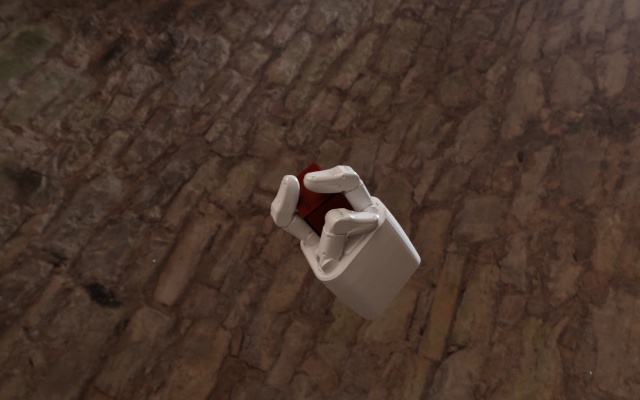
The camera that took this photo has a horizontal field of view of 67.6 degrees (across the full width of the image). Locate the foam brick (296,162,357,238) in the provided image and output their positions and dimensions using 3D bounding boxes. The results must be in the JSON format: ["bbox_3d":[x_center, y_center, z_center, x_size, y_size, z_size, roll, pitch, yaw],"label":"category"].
[{"bbox_3d":[0.000,0.002,0.563,0.051,0.053,0.078,48,4,-36],"label":"foam brick"}]
